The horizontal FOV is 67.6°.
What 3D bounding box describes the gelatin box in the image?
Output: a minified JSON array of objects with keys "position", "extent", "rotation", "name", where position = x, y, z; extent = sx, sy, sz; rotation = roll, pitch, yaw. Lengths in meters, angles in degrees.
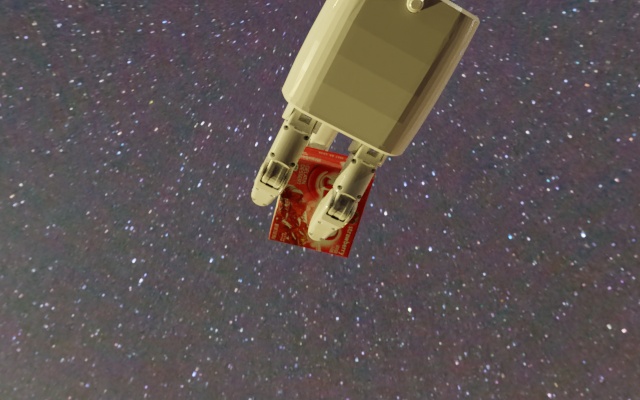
[{"position":[0.000,0.001,0.409],"extent":[0.073,0.089,0.030],"rotation":[14,33,-4],"name":"gelatin box"}]
